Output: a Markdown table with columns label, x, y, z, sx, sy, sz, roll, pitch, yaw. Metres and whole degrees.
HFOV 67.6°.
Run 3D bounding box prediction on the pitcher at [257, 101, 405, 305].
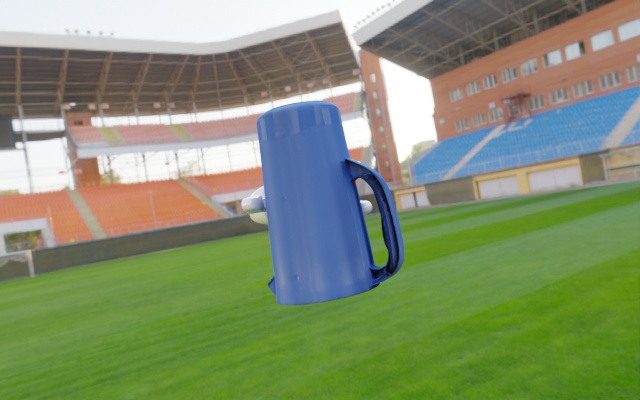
| label | x | y | z | sx | sy | sz | roll | pitch | yaw |
| --- | --- | --- | --- | --- | --- | --- | --- | --- | --- |
| pitcher | 0.000 | 0.002 | 0.604 | 0.149 | 0.243 | 0.145 | -9 | -2 | -19 |
